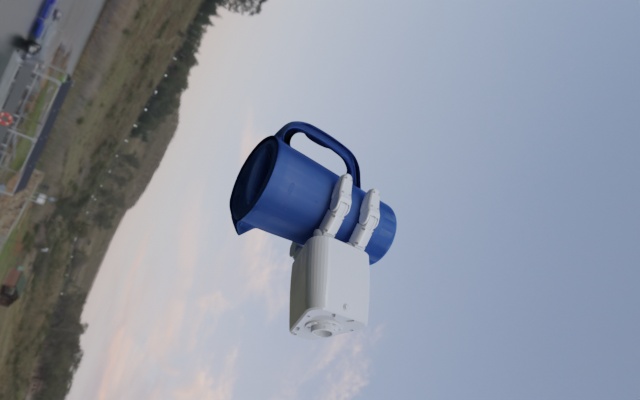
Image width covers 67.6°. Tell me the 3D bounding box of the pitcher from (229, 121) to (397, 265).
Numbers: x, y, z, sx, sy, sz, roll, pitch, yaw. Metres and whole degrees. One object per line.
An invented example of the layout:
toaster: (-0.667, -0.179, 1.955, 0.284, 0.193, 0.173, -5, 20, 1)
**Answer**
pitcher: (0.000, 0.003, 0.722, 0.243, 0.145, 0.149, 25, -43, -27)
